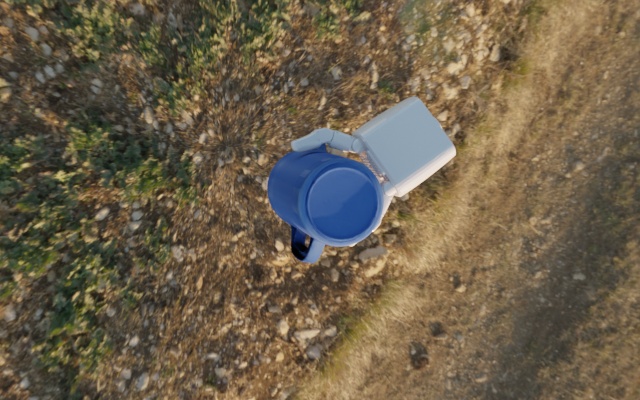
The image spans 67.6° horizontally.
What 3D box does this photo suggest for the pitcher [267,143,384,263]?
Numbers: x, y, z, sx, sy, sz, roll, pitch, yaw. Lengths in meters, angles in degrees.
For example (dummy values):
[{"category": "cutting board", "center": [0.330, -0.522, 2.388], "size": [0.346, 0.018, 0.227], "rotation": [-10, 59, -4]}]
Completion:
[{"category": "pitcher", "center": [0.000, 0.002, 0.682], "size": [0.145, 0.149, 0.243], "rotation": [-33, 11, -7]}]
